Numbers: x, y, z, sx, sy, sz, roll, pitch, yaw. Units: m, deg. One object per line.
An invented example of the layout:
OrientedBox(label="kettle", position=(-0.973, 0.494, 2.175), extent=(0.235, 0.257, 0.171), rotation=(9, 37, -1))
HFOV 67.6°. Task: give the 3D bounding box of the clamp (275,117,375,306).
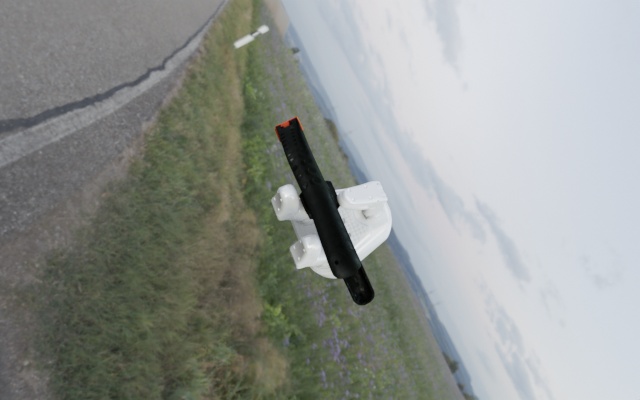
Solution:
OrientedBox(label="clamp", position=(0.001, 0.001, 0.473), extent=(0.036, 0.210, 0.164), rotation=(-24, -16, 1))
